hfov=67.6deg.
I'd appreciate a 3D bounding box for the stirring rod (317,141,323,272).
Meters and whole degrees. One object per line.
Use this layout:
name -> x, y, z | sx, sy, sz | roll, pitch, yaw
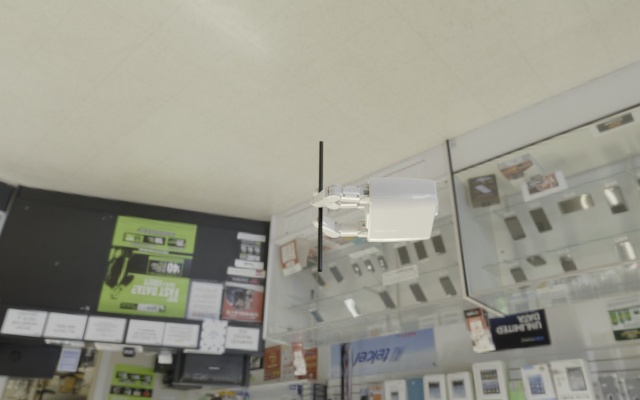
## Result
stirring rod -> 0.000, 0.002, 0.791 | 0.011, 0.239, 0.011 | 1, -28, 0
